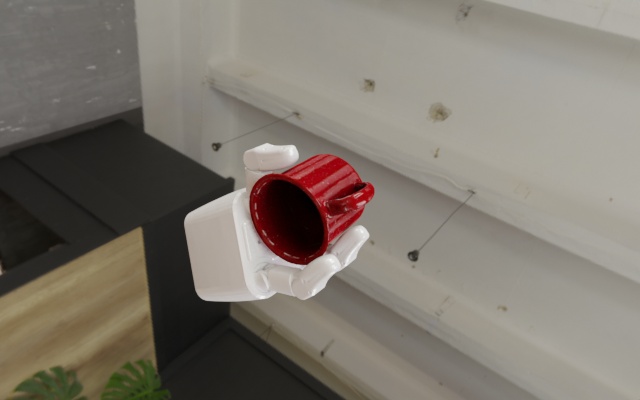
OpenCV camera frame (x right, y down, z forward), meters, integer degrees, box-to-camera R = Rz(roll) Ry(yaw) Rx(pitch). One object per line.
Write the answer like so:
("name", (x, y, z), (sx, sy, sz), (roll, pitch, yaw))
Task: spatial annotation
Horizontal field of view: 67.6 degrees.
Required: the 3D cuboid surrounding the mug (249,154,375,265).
("mug", (0.001, 0.001, 0.461), (0.117, 0.093, 0.081), (-14, 13, 41))
